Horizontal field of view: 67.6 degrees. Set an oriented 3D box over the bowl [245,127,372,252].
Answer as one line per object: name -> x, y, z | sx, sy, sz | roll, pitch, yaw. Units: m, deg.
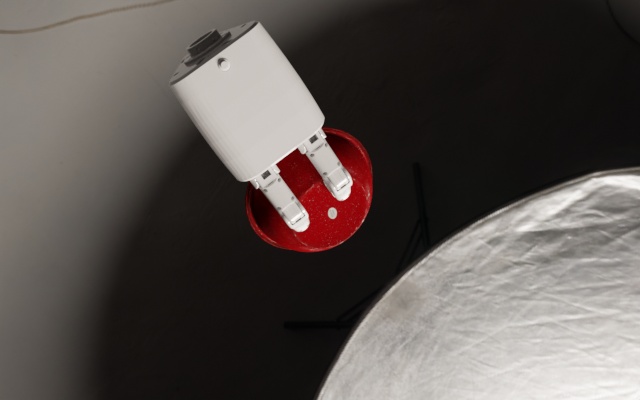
bowl -> 0.001, 0.003, 0.542 | 0.162, 0.162, 0.055 | 0, 28, -28
